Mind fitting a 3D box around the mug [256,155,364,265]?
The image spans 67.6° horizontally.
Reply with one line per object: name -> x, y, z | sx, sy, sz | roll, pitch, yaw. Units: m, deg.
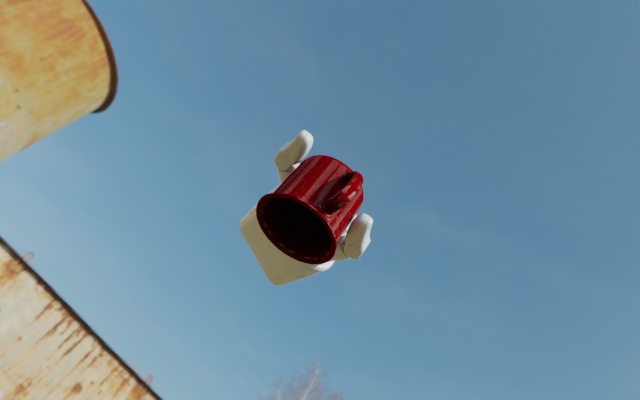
mug -> 0.001, 0.001, 0.490 | 0.117, 0.093, 0.081 | -32, 15, 49
